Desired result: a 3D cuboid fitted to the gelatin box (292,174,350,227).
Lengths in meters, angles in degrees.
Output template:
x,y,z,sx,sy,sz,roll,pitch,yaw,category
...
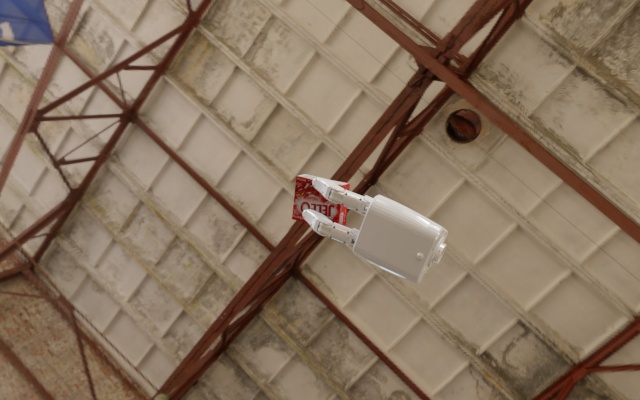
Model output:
x,y,z,sx,sy,sz,roll,pitch,yaw,category
0.000,0.002,0.758,0.089,0.073,0.030,14,15,30,gelatin box
